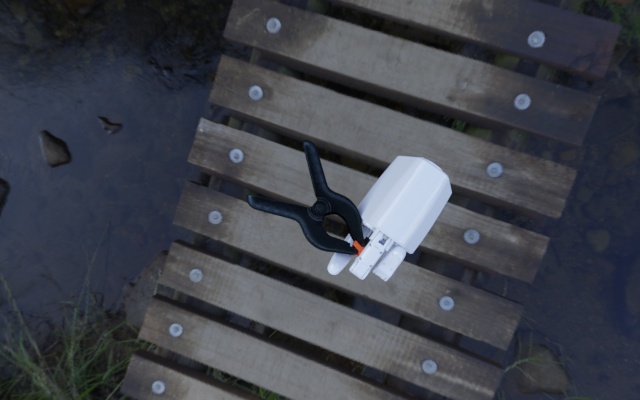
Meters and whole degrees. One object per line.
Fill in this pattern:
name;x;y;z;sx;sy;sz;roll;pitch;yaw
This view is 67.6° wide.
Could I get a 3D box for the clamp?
clamp;0.000;0.002;0.642;0.171;0.120;0.039;36;-1;3
